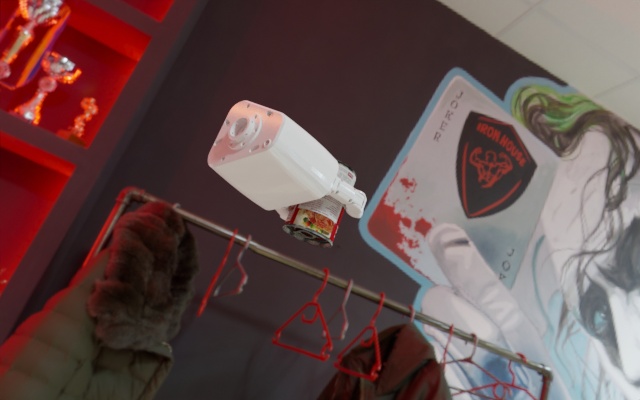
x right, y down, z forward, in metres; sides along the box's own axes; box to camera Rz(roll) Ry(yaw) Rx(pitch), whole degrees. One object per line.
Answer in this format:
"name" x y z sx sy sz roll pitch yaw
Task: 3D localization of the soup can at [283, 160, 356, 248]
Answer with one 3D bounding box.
"soup can" 0.001 0.002 0.628 0.068 0.102 0.068 19 -18 6
